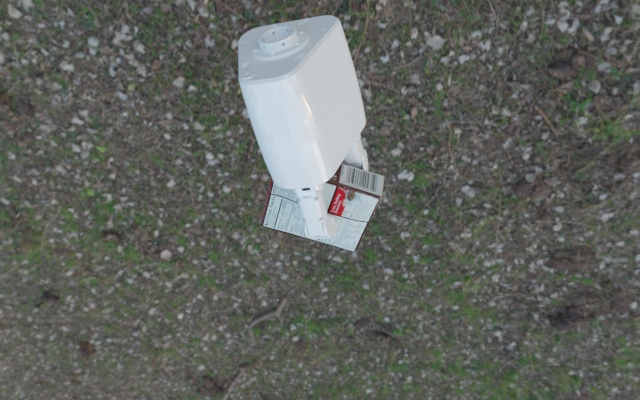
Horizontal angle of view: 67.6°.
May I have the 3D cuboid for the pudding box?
[{"bbox_3d":[0.000,0.002,0.504,0.113,0.090,0.039,17,43,-3],"label":"pudding box"}]
